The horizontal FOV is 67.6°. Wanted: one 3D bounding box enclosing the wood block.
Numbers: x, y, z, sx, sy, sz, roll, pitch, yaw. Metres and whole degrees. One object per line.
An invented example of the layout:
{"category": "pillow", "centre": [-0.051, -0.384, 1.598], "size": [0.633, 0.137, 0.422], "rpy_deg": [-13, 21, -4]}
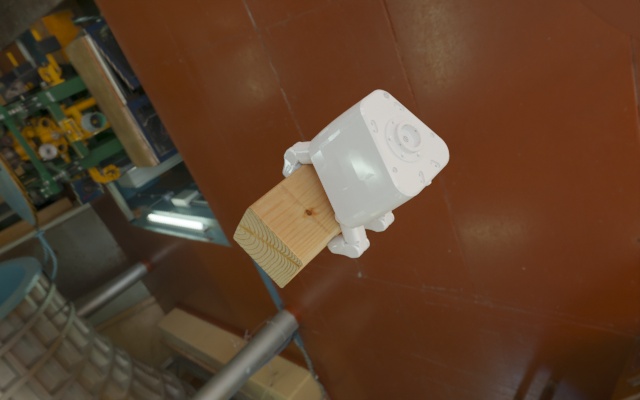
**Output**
{"category": "wood block", "centre": [0.000, 0.002, 0.614], "size": [0.206, 0.091, 0.090], "rpy_deg": [-41, -7, -34]}
